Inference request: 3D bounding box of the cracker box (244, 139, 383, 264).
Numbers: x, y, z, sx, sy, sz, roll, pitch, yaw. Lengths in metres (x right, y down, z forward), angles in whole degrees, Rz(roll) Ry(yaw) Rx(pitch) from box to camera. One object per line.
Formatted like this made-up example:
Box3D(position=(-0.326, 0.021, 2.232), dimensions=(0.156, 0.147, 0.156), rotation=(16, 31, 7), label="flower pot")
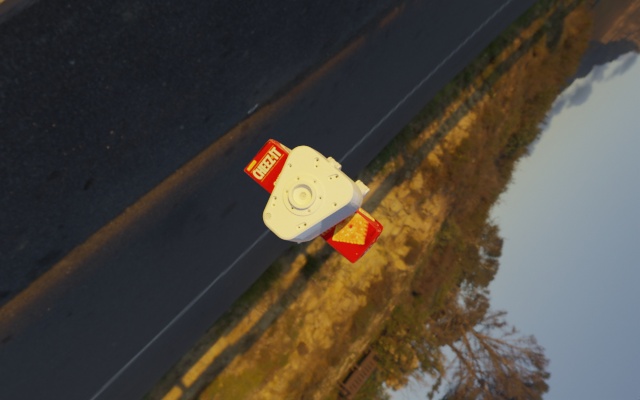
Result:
Box3D(position=(0.000, 0.003, 0.763), dimensions=(0.213, 0.072, 0.164), rotation=(41, 4, 9), label="cracker box")
